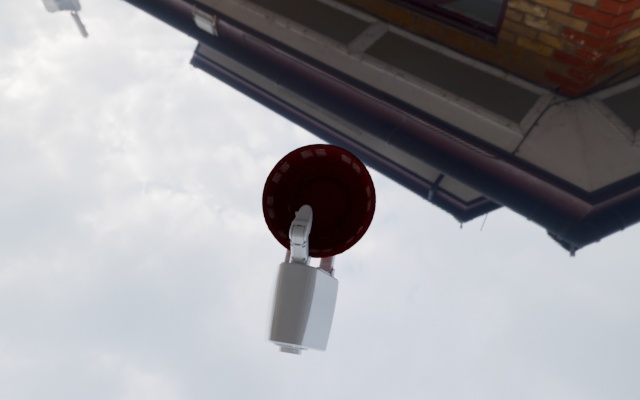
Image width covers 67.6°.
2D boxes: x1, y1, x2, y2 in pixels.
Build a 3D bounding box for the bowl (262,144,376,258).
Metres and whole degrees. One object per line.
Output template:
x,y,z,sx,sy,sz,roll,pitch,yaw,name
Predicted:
0.001,0.001,0.689,0.162,0.162,0.055,0,-6,9,bowl
